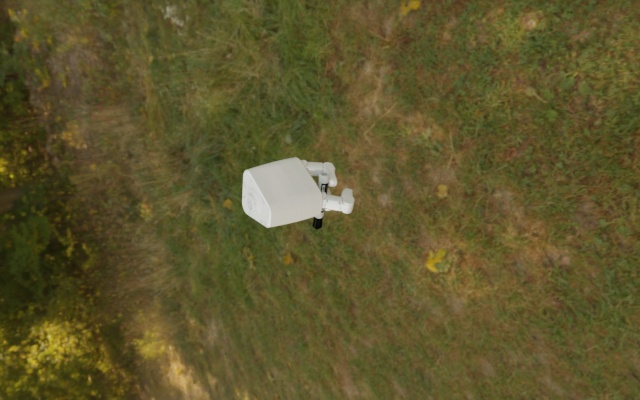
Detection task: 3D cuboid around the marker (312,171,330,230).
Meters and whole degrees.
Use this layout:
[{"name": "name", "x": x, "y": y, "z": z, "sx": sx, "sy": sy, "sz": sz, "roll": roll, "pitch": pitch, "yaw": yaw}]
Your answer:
[{"name": "marker", "x": 0.000, "y": 0.003, "z": 0.874, "sx": 0.020, "sy": 0.121, "sz": 0.020, "roll": 6, "pitch": 34, "yaw": -4}]
